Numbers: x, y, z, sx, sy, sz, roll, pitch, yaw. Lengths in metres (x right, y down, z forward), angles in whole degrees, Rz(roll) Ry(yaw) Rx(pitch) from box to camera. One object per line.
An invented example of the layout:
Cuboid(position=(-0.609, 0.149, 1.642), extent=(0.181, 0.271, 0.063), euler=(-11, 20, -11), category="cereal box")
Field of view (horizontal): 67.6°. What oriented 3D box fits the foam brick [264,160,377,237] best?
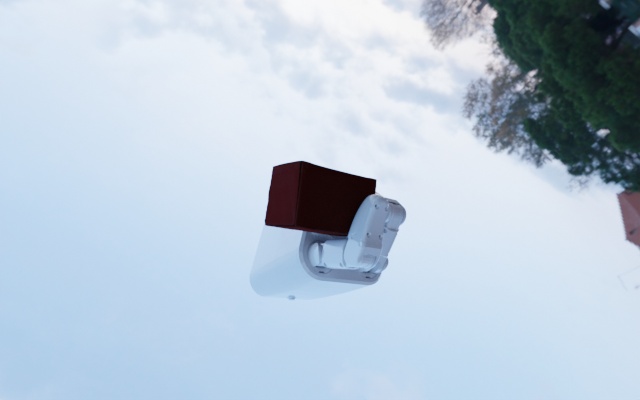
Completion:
Cuboid(position=(0.000, 0.001, 0.401), extent=(0.078, 0.053, 0.051), euler=(12, -7, -34), category="foam brick")
